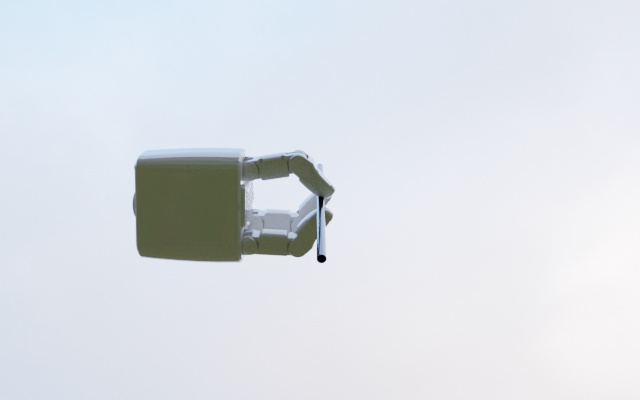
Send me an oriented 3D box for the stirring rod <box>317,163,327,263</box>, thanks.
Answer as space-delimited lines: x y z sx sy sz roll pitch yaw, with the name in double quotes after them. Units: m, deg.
0.000 0.002 0.488 0.011 0.011 0.239 0 22 0 "stirring rod"
